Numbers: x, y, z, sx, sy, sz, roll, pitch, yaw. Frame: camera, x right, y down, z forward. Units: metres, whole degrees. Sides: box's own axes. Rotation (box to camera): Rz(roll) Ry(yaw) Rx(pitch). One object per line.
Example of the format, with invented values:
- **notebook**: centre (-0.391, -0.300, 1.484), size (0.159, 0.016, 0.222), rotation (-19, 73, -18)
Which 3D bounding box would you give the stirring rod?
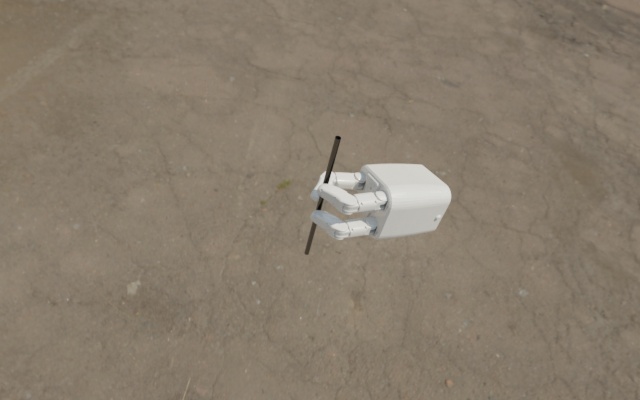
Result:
- **stirring rod**: centre (0.000, 0.002, 0.708), size (0.011, 0.240, 0.011), rotation (8, 44, -8)
